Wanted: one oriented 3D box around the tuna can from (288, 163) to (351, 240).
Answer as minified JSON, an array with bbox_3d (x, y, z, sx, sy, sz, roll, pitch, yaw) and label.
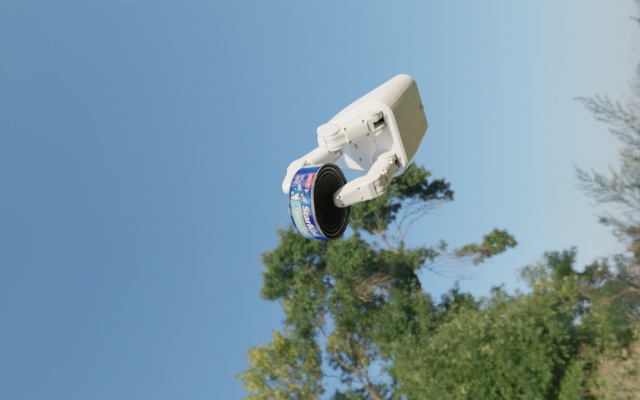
[{"bbox_3d":[0.000,0.002,0.536,0.034,0.086,0.086,-4,-2,30],"label":"tuna can"}]
